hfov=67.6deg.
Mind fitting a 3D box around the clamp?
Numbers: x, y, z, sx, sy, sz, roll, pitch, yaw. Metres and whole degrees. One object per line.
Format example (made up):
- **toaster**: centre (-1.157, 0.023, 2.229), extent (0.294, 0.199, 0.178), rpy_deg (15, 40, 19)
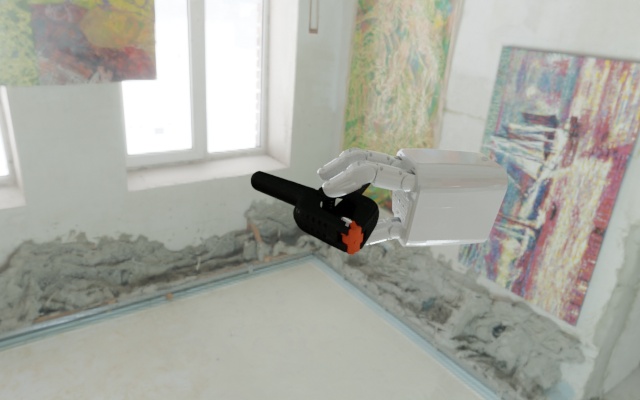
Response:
- **clamp**: centre (0.000, 0.003, 0.554), extent (0.164, 0.036, 0.210), rpy_deg (-2, 22, -6)
